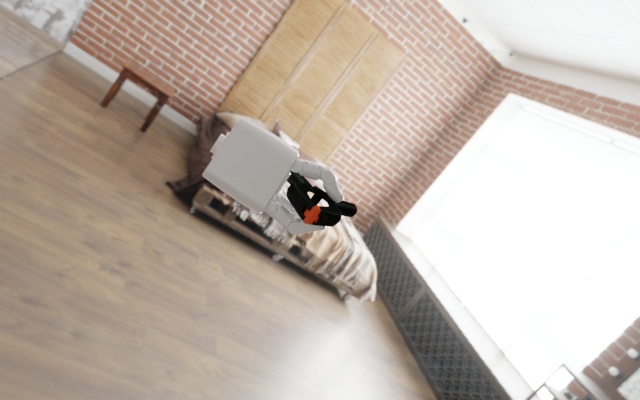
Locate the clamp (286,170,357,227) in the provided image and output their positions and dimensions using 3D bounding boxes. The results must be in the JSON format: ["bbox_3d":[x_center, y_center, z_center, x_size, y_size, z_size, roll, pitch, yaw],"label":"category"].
[{"bbox_3d":[0.000,0.002,0.771,0.164,0.036,0.210,31,13,-12],"label":"clamp"}]
